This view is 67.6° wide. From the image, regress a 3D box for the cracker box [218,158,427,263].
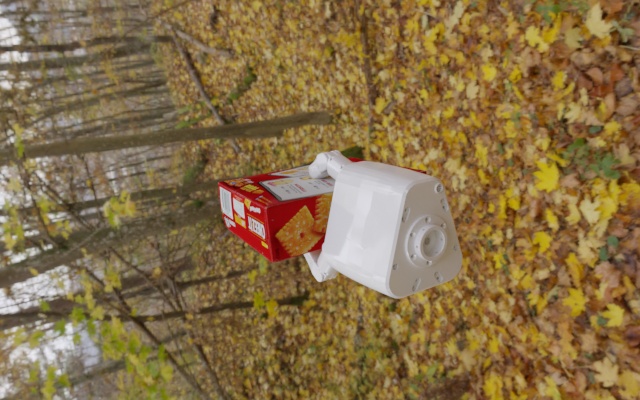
[{"bbox_3d":[0.000,0.002,0.603,0.213,0.072,0.164,-12,17,-27],"label":"cracker box"}]
